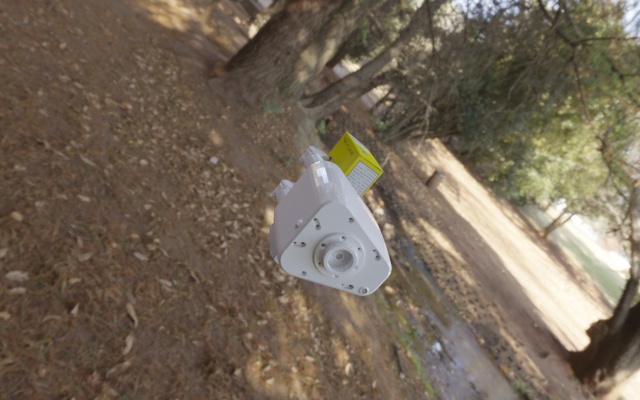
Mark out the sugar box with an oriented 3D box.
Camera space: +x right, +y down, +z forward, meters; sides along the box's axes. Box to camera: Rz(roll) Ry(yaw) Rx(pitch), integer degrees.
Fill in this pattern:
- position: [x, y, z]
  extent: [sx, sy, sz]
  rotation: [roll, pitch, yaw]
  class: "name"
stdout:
- position: [0.000, 0.002, 0.618]
  extent: [0.048, 0.176, 0.093]
  rotation: [36, 15, -21]
  class: "sugar box"
